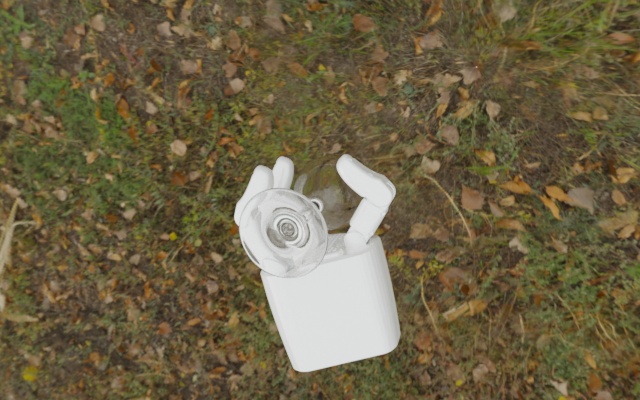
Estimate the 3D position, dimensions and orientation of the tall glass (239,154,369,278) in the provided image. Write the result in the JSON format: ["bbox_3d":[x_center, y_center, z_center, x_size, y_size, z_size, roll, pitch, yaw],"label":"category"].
[{"bbox_3d":[0.000,0.002,0.461,0.079,0.079,0.201,0,15,18],"label":"tall glass"}]
